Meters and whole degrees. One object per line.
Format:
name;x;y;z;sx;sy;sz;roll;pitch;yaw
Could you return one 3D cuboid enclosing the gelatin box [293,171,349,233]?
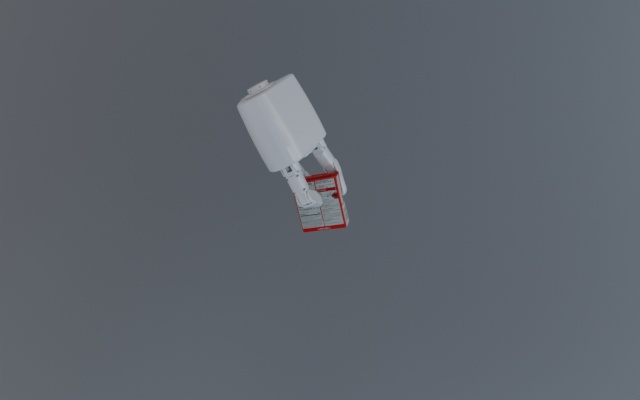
gelatin box;0.000;0.003;0.753;0.073;0.089;0.030;-8;18;16
